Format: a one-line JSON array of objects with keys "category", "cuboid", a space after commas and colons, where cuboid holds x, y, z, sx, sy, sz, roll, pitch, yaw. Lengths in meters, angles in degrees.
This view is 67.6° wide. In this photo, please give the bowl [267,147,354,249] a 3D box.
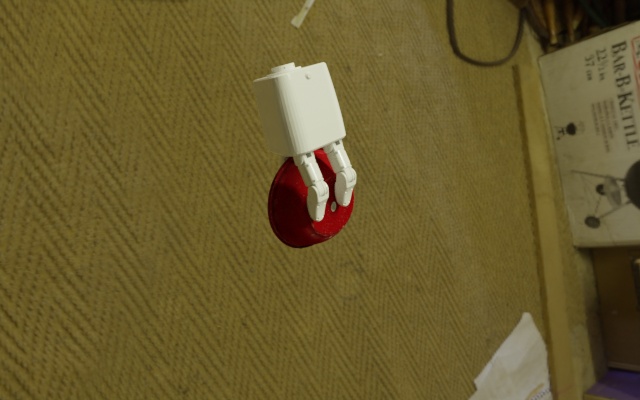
[{"category": "bowl", "cuboid": [0.001, 0.004, 0.721, 0.162, 0.162, 0.055, 0, 13, -44]}]
